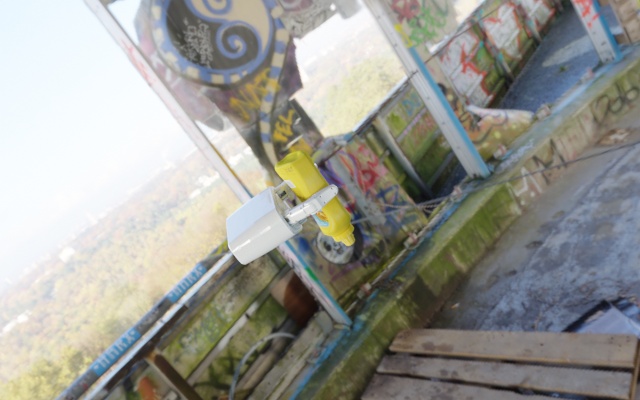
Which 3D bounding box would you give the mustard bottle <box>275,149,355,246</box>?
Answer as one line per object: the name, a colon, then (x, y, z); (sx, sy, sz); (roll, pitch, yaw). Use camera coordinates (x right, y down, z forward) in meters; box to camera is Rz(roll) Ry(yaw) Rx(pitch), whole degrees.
mustard bottle: (0.000, 0.002, 0.834); (0.058, 0.192, 0.096); (-40, 16, -16)
